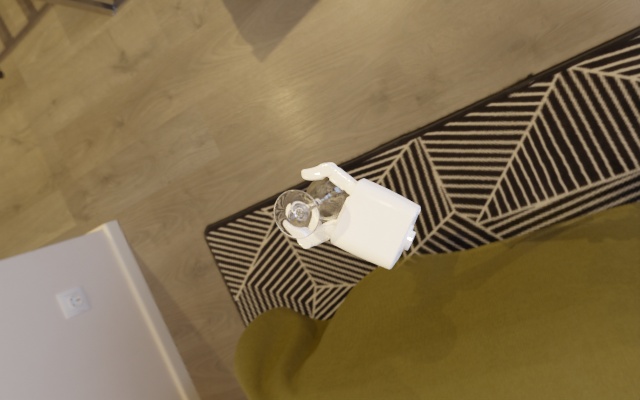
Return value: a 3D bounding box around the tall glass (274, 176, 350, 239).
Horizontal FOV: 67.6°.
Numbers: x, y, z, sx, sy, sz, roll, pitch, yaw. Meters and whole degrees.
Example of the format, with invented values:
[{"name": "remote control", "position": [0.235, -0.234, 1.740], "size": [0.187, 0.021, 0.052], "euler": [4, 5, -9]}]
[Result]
[{"name": "tall glass", "position": [0.000, 0.003, 0.799], "size": [0.079, 0.079, 0.201], "euler": [0, 11, 21]}]
